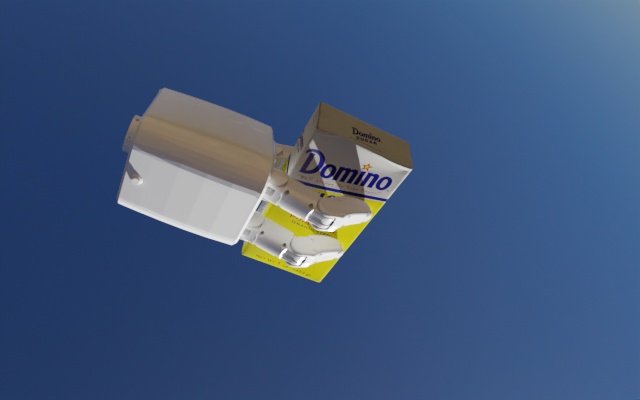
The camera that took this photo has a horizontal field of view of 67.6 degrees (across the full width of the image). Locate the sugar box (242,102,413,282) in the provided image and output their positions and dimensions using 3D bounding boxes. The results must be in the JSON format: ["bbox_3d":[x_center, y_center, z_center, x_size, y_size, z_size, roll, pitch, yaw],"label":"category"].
[{"bbox_3d":[0.000,0.002,0.455,0.093,0.048,0.176,22,-48,-15],"label":"sugar box"}]
